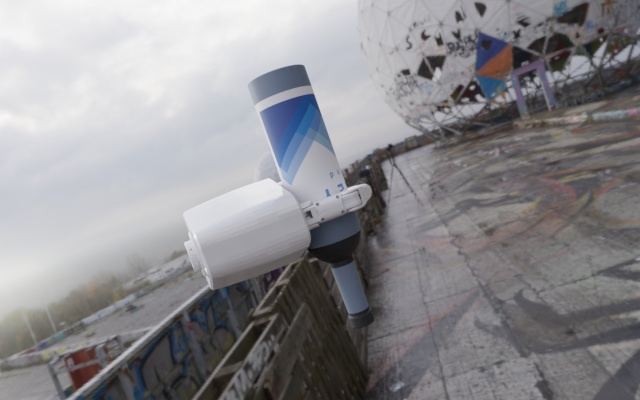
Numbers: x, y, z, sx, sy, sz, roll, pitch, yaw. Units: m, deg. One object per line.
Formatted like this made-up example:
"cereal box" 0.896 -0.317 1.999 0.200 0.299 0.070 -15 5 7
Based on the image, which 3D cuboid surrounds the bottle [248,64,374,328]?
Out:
"bottle" 0.000 0.001 0.534 0.069 0.296 0.069 -19 4 2
